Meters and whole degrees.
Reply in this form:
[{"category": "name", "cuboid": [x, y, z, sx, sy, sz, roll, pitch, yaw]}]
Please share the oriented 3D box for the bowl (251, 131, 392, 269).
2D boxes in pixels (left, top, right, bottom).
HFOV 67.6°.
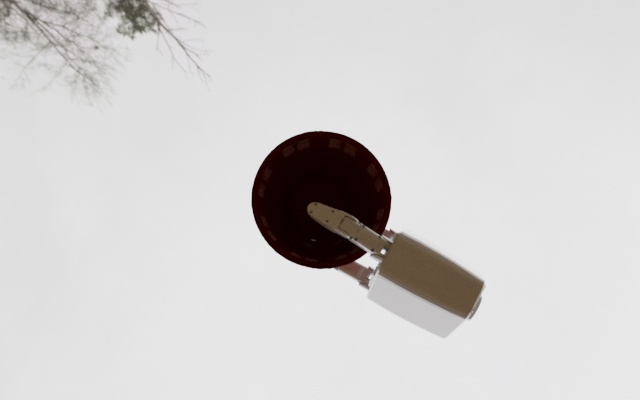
[{"category": "bowl", "cuboid": [-0.001, 0.001, 0.571, 0.162, 0.162, 0.055, 0, -11, -4]}]
